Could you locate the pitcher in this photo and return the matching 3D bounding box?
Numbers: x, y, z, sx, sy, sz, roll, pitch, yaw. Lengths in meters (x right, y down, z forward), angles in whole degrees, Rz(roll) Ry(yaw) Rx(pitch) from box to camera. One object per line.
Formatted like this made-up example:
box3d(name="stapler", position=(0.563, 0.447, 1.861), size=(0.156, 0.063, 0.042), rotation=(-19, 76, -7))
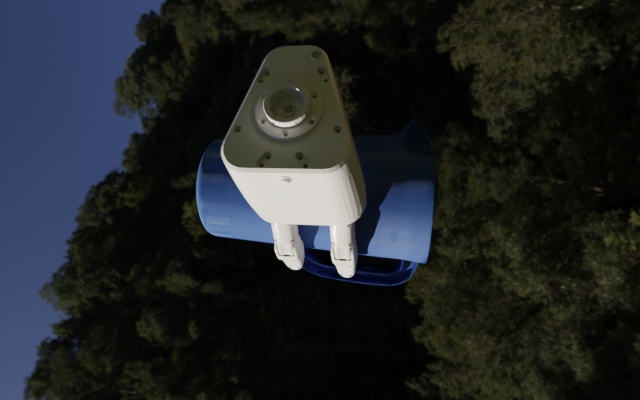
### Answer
box3d(name="pitcher", position=(0.000, 0.002, 0.513), size=(0.243, 0.149, 0.145), rotation=(3, -19, 10))
